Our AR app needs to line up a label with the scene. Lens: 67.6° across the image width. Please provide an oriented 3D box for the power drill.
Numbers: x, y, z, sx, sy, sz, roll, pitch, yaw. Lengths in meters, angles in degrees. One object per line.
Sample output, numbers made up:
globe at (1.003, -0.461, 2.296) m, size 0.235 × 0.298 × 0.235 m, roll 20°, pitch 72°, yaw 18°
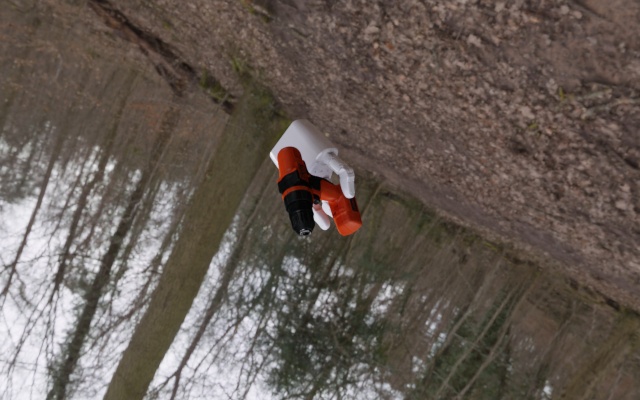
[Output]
power drill at (0.000, 0.003, 0.890) m, size 0.057 × 0.184 × 0.188 m, roll -30°, pitch -37°, yaw 26°
